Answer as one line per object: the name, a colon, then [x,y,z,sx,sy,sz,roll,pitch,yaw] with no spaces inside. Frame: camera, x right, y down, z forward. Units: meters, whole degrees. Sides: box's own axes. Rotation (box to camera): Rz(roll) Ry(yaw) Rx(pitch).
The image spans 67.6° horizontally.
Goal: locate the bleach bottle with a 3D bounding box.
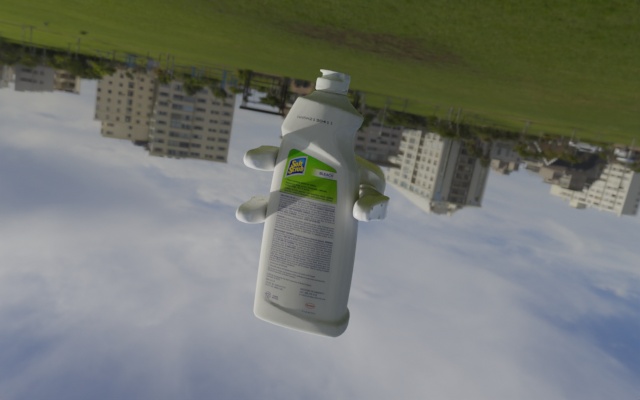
bleach bottle: [0.000,0.002,0.474,0.102,0.251,0.068,12,11,8]
